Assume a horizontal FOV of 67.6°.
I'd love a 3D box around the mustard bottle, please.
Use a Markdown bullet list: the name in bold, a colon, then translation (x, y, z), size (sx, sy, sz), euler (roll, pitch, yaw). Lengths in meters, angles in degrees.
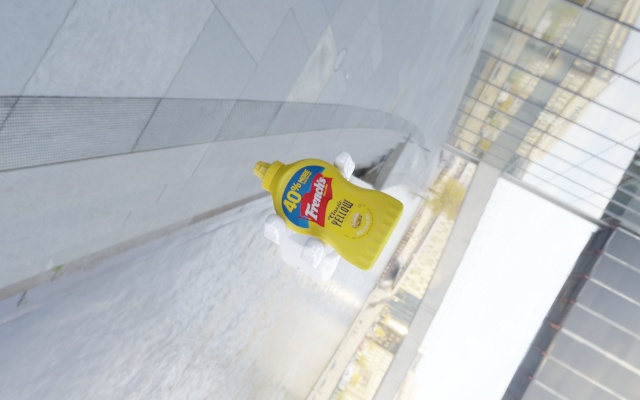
- **mustard bottle**: translation (0.000, 0.002, 0.596), size (0.191, 0.096, 0.058), euler (29, -2, 11)
